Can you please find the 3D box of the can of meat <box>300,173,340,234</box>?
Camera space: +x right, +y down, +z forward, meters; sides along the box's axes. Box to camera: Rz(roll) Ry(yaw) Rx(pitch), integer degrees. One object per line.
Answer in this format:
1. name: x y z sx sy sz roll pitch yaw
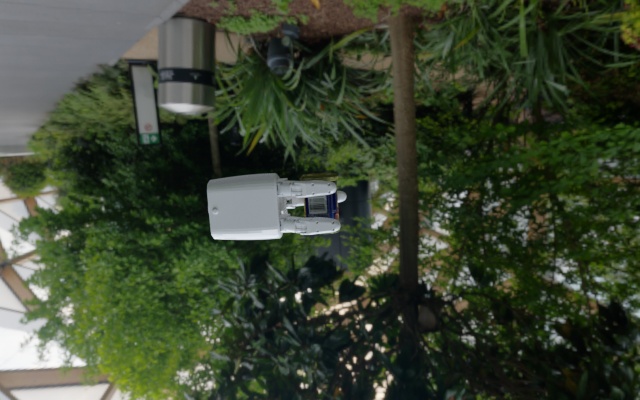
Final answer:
1. can of meat: 0.000 0.003 0.740 0.057 0.084 0.102 -3 7 0
